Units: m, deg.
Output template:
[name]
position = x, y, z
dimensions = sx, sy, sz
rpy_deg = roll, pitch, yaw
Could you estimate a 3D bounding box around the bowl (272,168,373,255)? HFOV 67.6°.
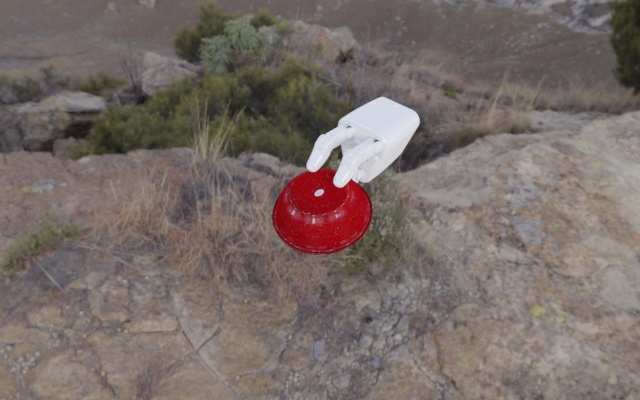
[bowl]
position = -0.001, 0.003, 0.741
dimensions = 0.162, 0.162, 0.055
rpy_deg = 0, -37, 7
